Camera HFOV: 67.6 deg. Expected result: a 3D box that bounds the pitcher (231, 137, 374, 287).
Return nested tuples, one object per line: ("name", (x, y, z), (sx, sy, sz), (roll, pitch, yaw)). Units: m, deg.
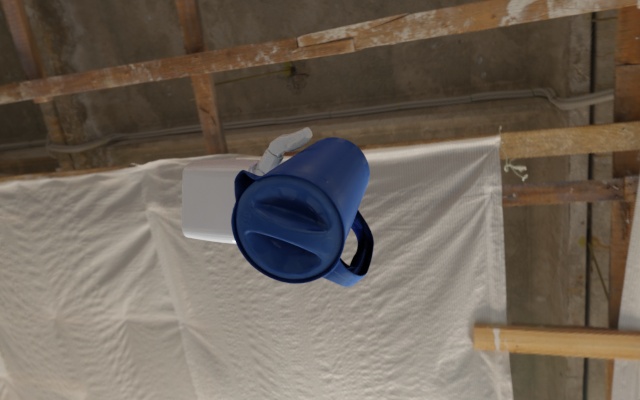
("pitcher", (0.000, 0.002, 0.629), (0.145, 0.149, 0.242), (0, 20, 17))
